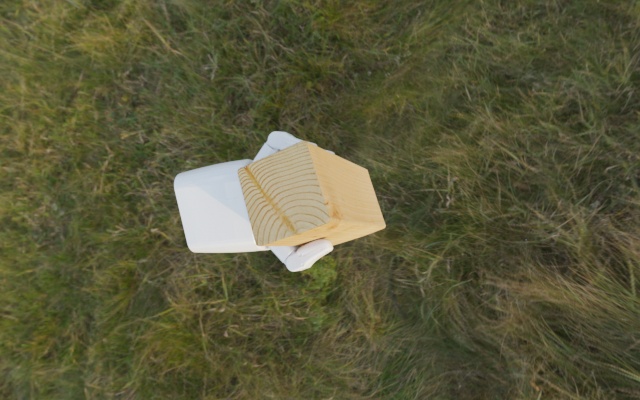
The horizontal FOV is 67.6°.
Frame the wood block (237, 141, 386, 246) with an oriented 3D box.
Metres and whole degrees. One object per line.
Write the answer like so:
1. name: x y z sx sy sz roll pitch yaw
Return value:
1. wood block: 0.000 0.002 0.585 0.090 0.091 0.206 -20 -12 21
